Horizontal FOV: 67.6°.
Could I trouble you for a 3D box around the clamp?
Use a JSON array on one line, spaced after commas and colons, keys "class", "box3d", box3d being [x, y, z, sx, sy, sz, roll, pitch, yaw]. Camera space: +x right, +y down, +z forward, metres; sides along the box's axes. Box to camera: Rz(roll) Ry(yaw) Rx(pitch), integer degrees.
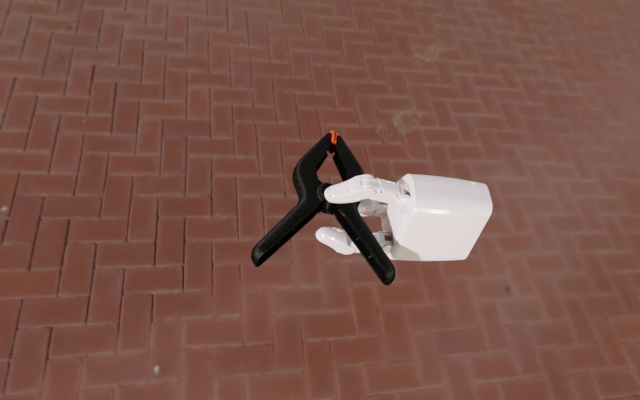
[{"class": "clamp", "box3d": [0.000, 0.001, 0.582, 0.164, 0.209, 0.036, 4, -33, -12]}]
